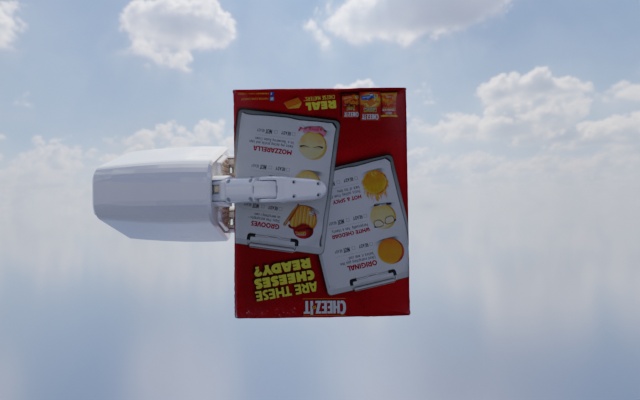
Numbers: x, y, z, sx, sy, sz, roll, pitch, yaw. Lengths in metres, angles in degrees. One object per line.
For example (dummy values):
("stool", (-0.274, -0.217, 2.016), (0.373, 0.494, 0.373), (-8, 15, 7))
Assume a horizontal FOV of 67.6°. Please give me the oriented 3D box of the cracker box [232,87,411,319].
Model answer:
("cracker box", (0.000, 0.001, 0.470), (0.164, 0.213, 0.072), (-1, -1, 0))
